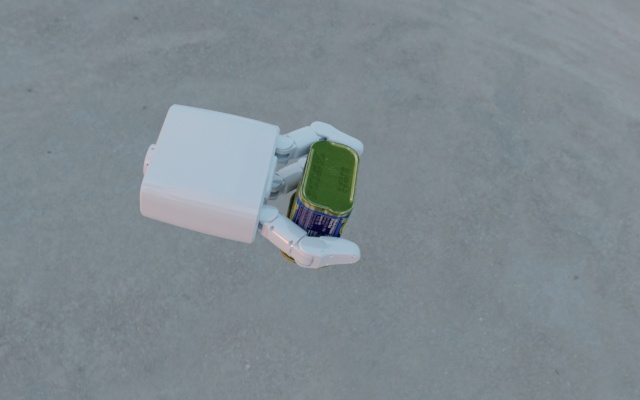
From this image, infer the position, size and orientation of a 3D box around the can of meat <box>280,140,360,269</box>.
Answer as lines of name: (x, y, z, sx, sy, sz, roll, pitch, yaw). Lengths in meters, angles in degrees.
can of meat: (0.000, 0.001, 0.477, 0.057, 0.102, 0.084, 15, -45, -5)
